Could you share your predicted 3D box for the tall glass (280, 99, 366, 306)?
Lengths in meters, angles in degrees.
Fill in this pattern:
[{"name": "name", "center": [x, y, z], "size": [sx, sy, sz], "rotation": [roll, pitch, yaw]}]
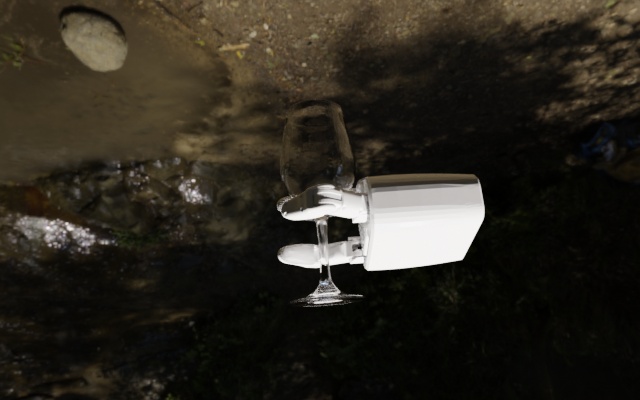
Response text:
[{"name": "tall glass", "center": [0.000, 0.002, 0.483], "size": [0.079, 0.201, 0.079], "rotation": [-4, -16, -1]}]
